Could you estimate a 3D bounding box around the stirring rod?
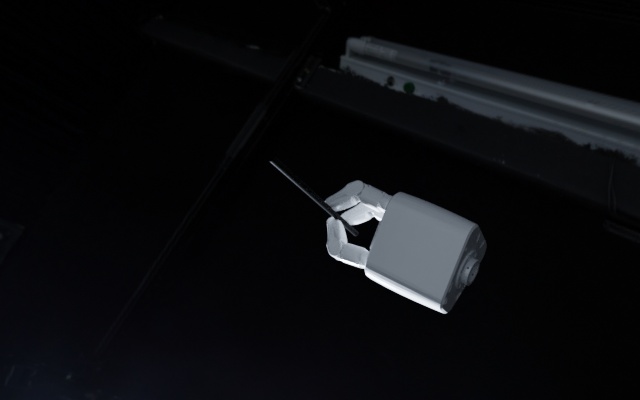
[{"bbox_3d":[0.000,0.002,0.601,0.011,0.011,0.240,0,-23,28],"label":"stirring rod"}]
